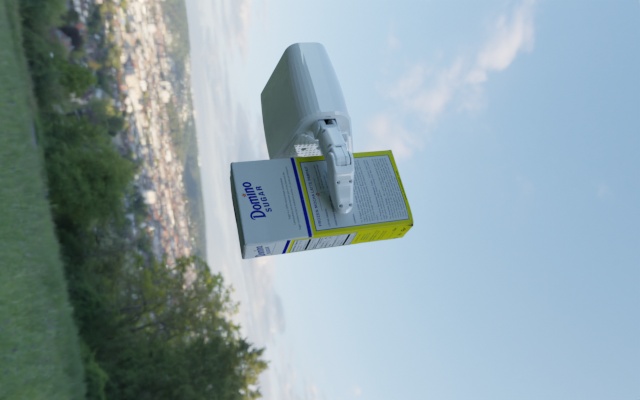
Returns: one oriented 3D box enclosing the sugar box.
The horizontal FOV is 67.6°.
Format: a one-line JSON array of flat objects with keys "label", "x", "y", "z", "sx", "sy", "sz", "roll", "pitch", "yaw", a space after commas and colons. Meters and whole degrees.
[{"label": "sugar box", "x": 0.000, "y": 0.002, "z": 0.494, "sx": 0.176, "sy": 0.093, "sz": 0.048, "roll": -6, "pitch": -26, "yaw": -14}]
